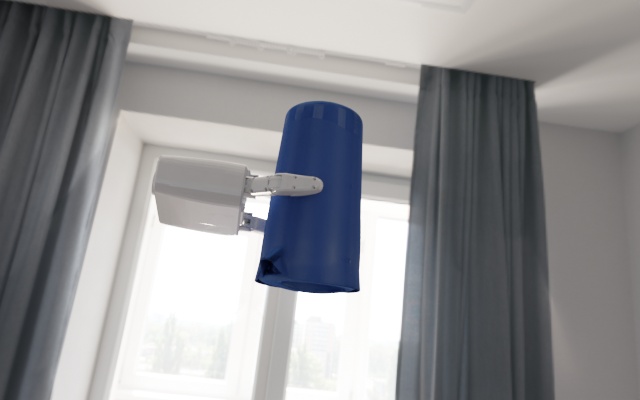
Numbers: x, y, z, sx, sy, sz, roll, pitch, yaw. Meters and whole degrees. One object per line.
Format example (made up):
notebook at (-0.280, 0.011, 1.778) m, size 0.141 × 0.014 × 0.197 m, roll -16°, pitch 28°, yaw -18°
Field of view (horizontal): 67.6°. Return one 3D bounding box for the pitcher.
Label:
pitcher at (0.000, 0.002, 0.637) m, size 0.145 × 0.242 × 0.149 m, roll 8°, pitch -16°, yaw -6°
